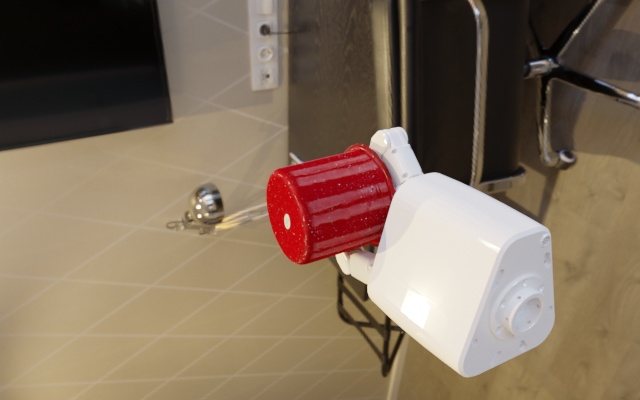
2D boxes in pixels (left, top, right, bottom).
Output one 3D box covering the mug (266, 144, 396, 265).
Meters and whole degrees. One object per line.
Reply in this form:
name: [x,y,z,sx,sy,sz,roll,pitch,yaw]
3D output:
mug: [-0.001,0.001,0.414,0.081,0.093,0.117,-15,26,-25]
